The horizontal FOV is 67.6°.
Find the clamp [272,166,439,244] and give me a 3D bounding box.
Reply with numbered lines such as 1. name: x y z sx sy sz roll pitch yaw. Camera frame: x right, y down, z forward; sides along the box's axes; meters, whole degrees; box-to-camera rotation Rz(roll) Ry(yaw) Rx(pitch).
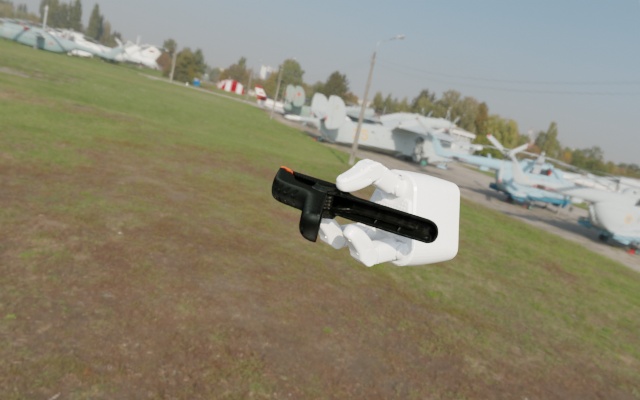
1. clamp: 0.000 0.001 0.519 0.164 0.036 0.210 3 16 -42
